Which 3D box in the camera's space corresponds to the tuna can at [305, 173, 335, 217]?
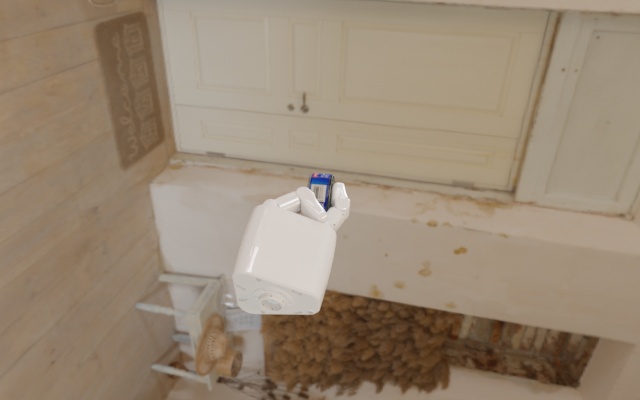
[{"bbox_3d":[0.001,0.002,0.706,0.034,0.086,0.086,4,0,6],"label":"tuna can"}]
